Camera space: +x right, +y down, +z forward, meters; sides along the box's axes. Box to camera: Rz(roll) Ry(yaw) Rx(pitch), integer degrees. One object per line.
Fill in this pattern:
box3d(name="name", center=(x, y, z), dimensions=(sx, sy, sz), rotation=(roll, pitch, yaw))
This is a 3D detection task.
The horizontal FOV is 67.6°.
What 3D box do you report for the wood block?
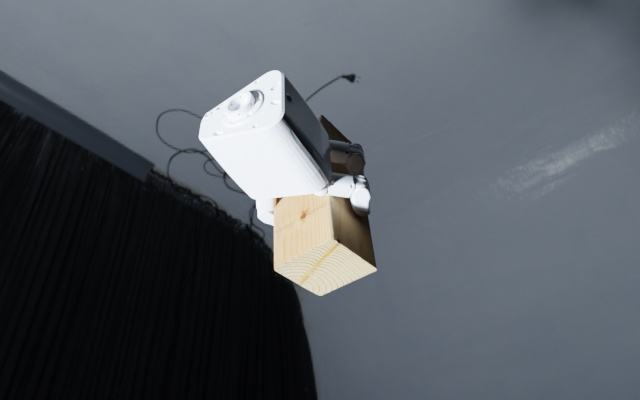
box3d(name="wood block", center=(0.000, 0.002, 0.618), dimensions=(0.091, 0.206, 0.090), rotation=(-29, -46, 27))
